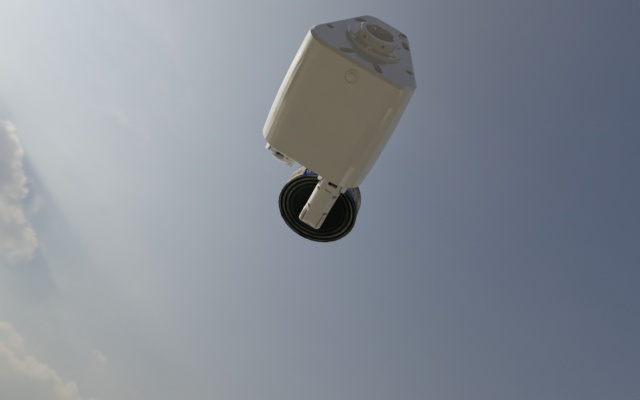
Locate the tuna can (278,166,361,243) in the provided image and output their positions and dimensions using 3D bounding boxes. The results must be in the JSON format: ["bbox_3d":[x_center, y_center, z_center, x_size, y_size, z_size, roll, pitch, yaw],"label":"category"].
[{"bbox_3d":[0.000,0.001,0.517,0.086,0.086,0.033,0,33,18],"label":"tuna can"}]
